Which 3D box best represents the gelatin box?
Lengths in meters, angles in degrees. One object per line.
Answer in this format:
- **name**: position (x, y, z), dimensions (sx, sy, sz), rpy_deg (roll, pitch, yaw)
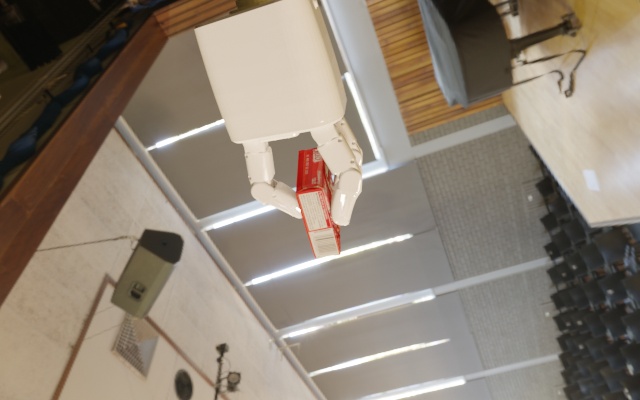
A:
- **gelatin box**: position (0.000, 0.002, 0.484), dimensions (0.030, 0.089, 0.073), rpy_deg (-9, 36, 8)
